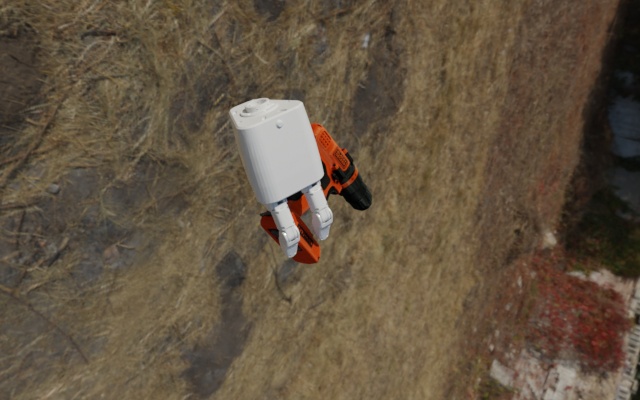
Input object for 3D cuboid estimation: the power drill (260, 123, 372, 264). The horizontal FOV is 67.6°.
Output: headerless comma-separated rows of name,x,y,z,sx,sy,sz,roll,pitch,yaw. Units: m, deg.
power drill,0.000,0.003,0.743,0.057,0.187,0.184,-7,-45,44
